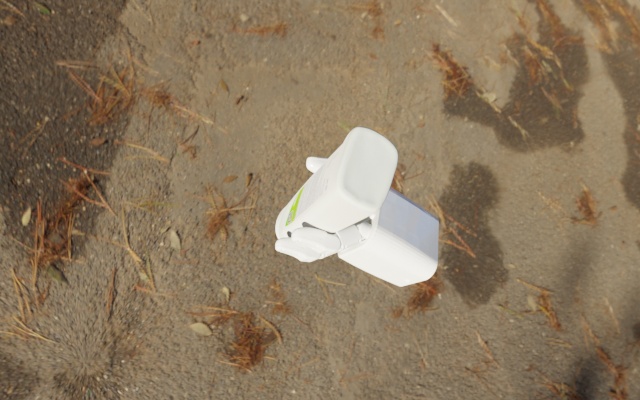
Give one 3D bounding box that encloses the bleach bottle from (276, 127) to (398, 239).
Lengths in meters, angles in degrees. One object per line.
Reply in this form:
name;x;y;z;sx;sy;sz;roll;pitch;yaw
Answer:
bleach bottle;0.000;0.002;0.628;0.068;0.102;0.251;29;-27;-15
